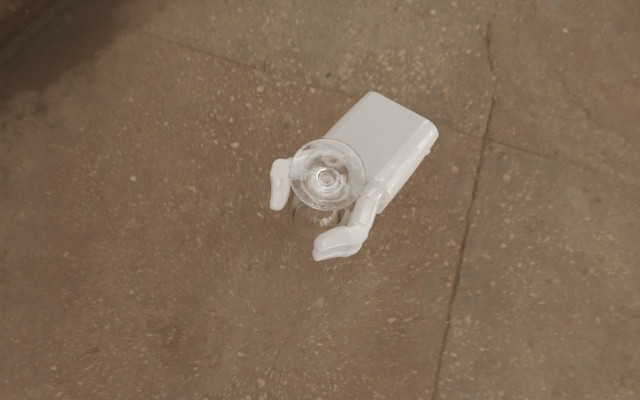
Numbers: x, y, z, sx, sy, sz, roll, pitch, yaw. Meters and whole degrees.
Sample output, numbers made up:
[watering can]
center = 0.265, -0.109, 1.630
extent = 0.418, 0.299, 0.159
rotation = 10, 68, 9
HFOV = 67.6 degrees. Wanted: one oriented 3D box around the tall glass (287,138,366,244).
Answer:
[tall glass]
center = 0.000, 0.002, 0.553
extent = 0.079, 0.079, 0.201
rotation = 0, -16, -5
